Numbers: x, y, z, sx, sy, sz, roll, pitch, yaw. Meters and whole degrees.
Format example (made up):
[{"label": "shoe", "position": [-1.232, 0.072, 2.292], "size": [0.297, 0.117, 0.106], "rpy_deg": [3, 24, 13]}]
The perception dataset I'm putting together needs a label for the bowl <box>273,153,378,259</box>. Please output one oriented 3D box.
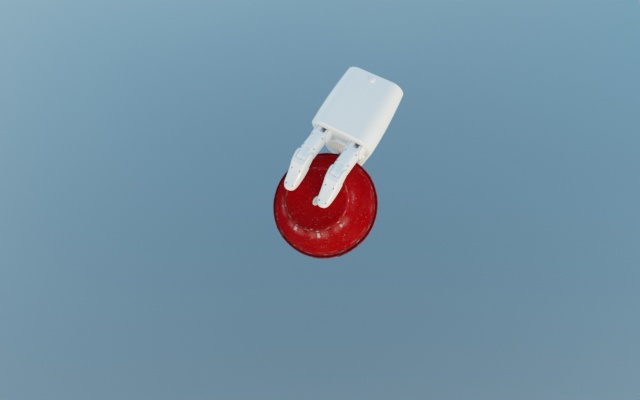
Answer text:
[{"label": "bowl", "position": [0.000, 0.003, 0.693], "size": [0.162, 0.162, 0.055], "rpy_deg": [0, -10, 13]}]
